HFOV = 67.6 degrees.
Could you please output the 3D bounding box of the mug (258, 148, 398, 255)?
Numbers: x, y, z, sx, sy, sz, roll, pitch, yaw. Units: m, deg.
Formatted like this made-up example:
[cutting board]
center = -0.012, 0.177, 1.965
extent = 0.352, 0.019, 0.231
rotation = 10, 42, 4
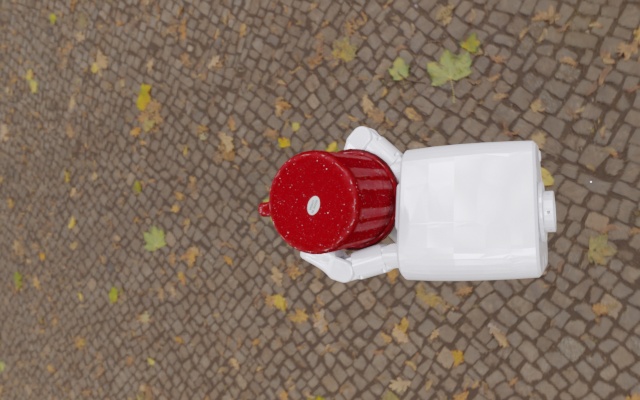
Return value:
[mug]
center = -0.001, 0.001, 0.407
extent = 0.117, 0.093, 0.081
rotation = -4, 0, 28
